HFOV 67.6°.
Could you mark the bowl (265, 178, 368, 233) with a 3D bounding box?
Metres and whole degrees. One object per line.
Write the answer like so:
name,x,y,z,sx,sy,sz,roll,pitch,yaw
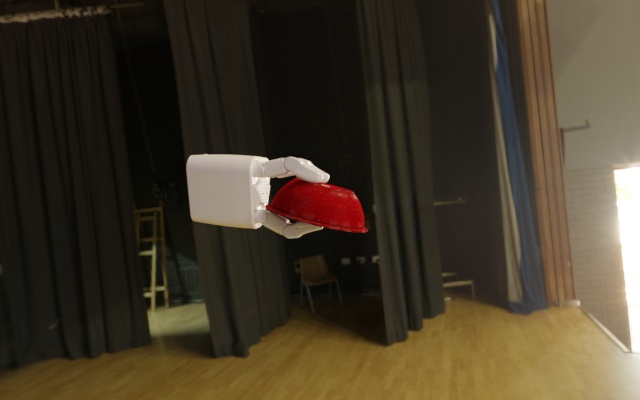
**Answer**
bowl,0.002,0.002,0.731,0.162,0.055,0.162,14,5,-1
